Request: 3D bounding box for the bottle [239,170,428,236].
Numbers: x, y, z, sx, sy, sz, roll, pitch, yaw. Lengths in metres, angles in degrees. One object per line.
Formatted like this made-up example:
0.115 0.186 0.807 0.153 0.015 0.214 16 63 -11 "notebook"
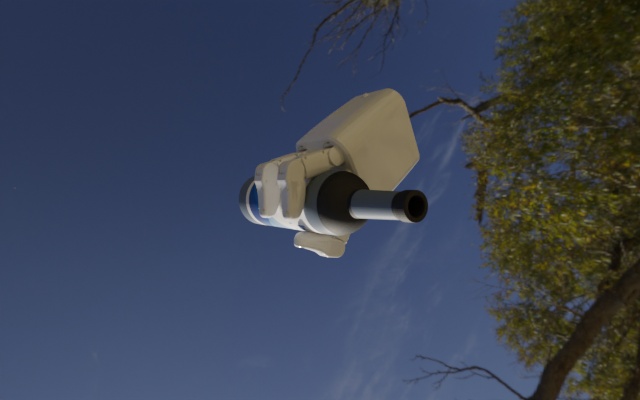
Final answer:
0.000 0.002 0.516 0.069 0.069 0.295 0 1 -33 "bottle"
